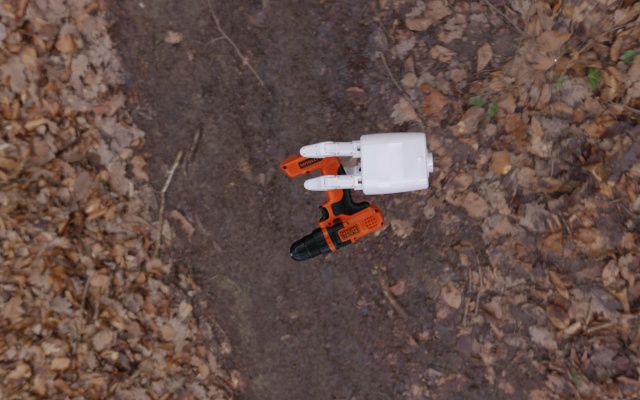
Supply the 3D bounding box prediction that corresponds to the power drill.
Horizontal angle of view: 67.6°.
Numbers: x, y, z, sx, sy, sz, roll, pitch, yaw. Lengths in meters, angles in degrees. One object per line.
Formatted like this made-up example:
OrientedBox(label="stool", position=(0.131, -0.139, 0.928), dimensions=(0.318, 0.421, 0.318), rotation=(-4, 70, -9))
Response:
OrientedBox(label="power drill", position=(0.000, 0.002, 0.858), dimensions=(0.184, 0.188, 0.057), rotation=(-25, 14, 2))
